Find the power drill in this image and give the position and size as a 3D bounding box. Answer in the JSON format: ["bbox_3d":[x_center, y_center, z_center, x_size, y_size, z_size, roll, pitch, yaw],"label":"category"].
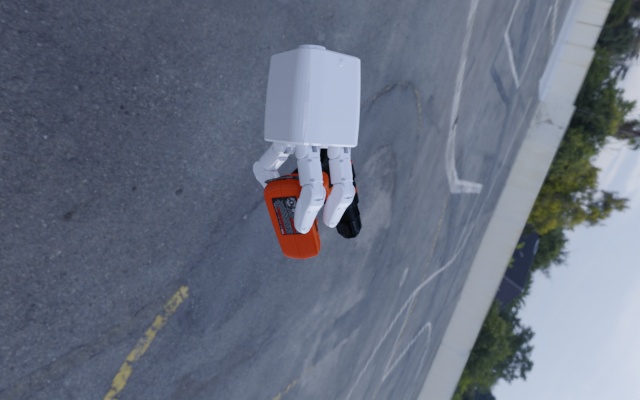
[{"bbox_3d":[0.000,0.002,0.659,0.057,0.184,0.187,-8,21,25],"label":"power drill"}]
